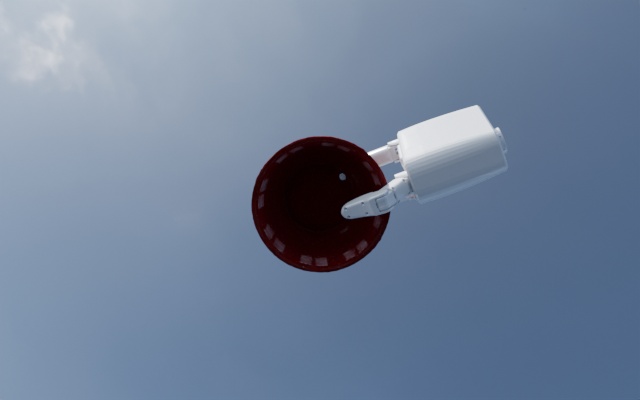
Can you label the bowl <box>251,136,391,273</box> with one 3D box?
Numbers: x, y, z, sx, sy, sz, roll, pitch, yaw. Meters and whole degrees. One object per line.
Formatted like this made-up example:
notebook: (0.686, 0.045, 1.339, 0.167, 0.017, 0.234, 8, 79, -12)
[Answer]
bowl: (-0.001, 0.002, 0.576, 0.162, 0.162, 0.055, 0, 11, -3)
